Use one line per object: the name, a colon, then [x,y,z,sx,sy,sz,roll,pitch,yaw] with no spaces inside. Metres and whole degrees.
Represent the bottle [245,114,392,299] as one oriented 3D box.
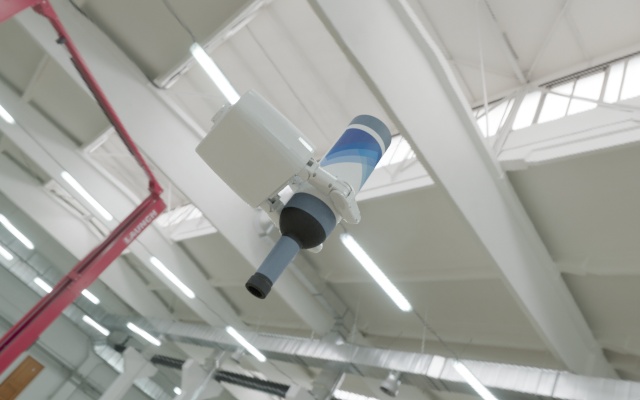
bottle: [0.000,0.002,0.609,0.069,0.069,0.295,0,42,42]
